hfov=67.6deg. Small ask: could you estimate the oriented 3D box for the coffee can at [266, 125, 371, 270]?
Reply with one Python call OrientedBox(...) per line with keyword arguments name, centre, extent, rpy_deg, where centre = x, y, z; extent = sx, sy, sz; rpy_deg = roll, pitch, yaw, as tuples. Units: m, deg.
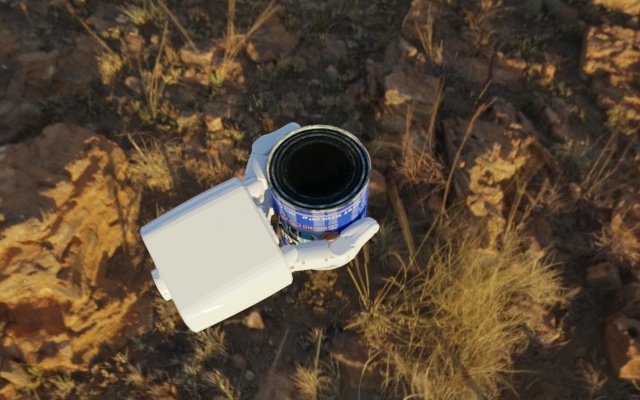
OrientedBox(name="coffee can", centre=(0.000, 0.002, 0.521), extent=(0.103, 0.102, 0.140), rpy_deg=(0, -31, 2))
